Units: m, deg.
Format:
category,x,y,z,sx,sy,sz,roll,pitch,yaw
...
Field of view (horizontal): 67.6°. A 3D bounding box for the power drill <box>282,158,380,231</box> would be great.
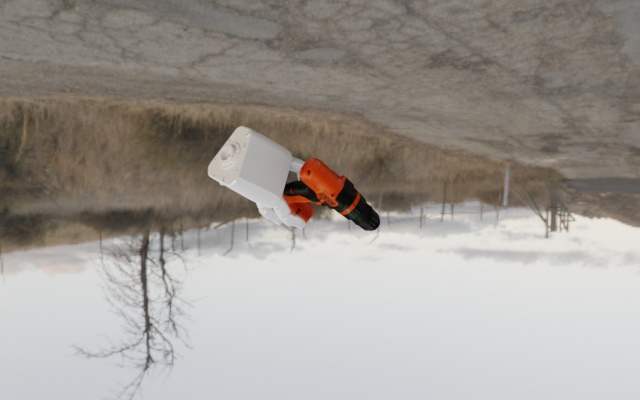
category,x,y,z,sx,sy,sz,roll,pitch,yaw
power drill,0.000,0.003,0.897,0.184,0.057,0.188,42,-31,-23
